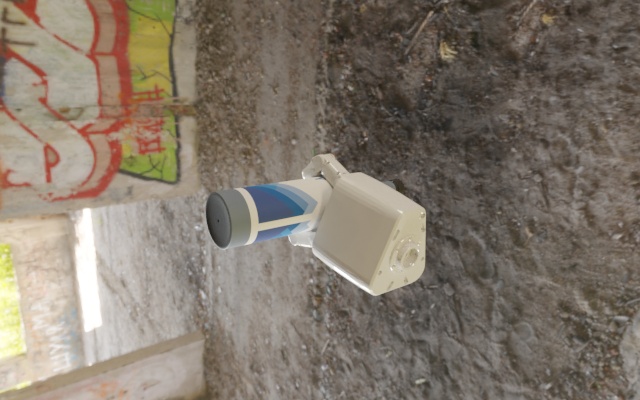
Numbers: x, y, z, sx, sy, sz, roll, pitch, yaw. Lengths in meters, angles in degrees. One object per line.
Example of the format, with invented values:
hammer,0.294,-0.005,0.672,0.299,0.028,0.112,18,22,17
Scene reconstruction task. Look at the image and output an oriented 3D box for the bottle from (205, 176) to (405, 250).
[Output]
bottle,0.000,0.002,0.625,0.295,0.069,0.069,-10,6,-37
